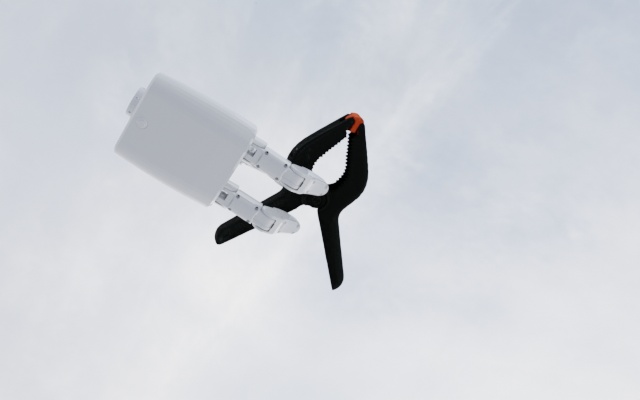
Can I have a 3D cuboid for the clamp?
[{"bbox_3d":[0.000,0.001,0.545,0.164,0.210,0.036,31,15,-18],"label":"clamp"}]
